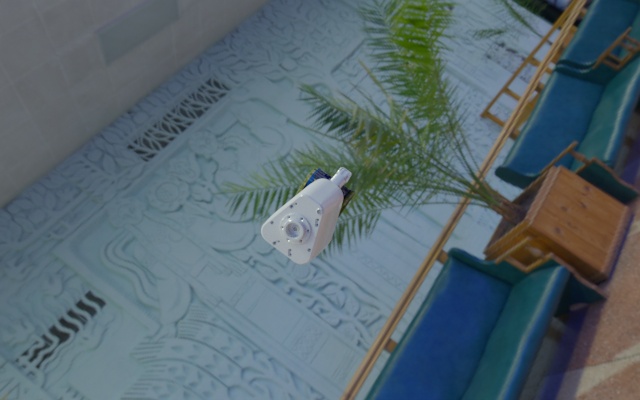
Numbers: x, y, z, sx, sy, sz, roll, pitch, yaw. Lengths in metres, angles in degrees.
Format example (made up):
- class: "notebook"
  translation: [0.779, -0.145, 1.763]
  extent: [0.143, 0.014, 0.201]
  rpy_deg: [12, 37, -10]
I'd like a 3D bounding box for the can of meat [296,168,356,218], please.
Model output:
- class: "can of meat"
  translation: [0.000, 0.003, 0.863]
  extent: [0.084, 0.102, 0.057]
  rpy_deg: [35, 24, 5]
